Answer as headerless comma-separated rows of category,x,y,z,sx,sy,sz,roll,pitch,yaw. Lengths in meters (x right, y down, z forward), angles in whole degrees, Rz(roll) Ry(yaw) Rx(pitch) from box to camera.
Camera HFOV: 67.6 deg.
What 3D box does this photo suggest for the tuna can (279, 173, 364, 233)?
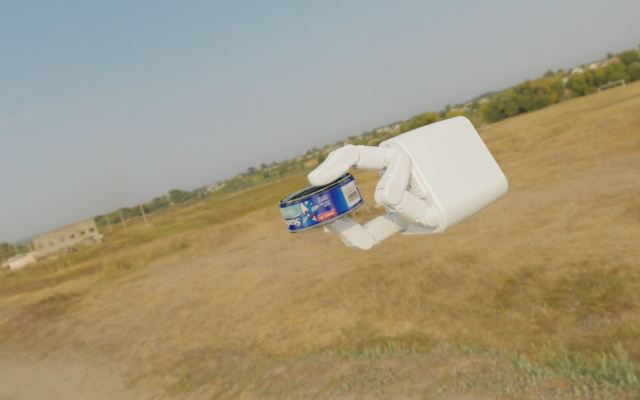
tuna can,0.000,0.001,0.502,0.086,0.034,0.086,-22,8,3
